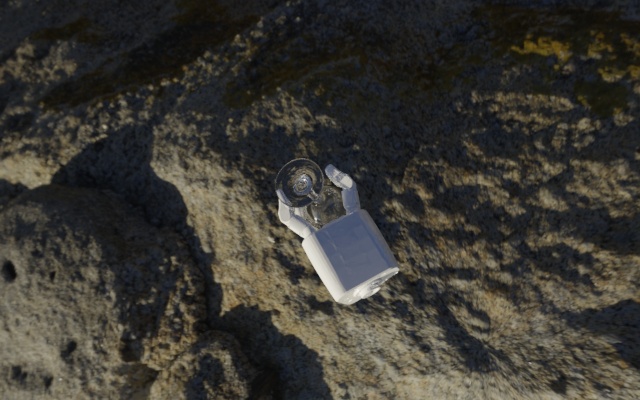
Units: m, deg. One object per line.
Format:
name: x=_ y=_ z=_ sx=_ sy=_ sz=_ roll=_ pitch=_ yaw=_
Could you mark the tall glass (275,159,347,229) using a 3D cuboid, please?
tall glass: x=0.000 y=0.002 z=0.772 sx=0.079 sy=0.079 sz=0.201 roll=0 pitch=-16 yaw=19
